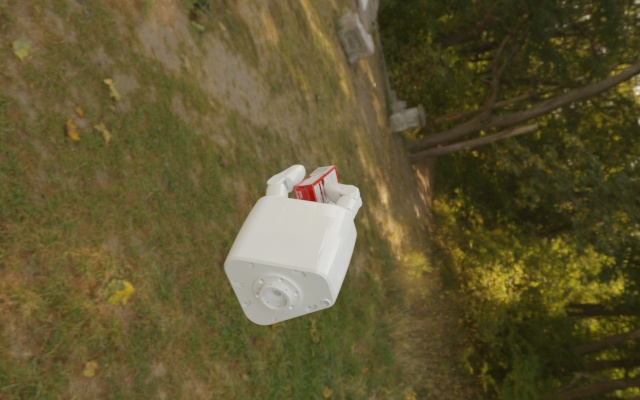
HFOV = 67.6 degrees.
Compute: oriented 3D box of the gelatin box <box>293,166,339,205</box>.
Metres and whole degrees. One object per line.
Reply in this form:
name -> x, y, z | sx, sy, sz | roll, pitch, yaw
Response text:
gelatin box -> 0.001, 0.002, 0.624 | 0.030, 0.073, 0.089 | -5, 18, 24
